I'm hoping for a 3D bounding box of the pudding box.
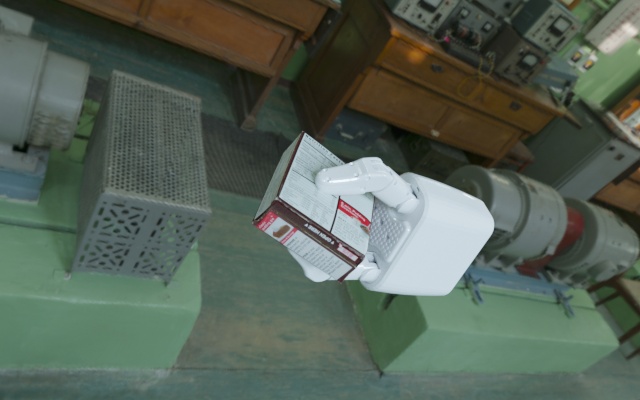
[{"bbox_3d":[0.000,0.001,0.410,0.090,0.039,0.113,35,33,-13],"label":"pudding box"}]
